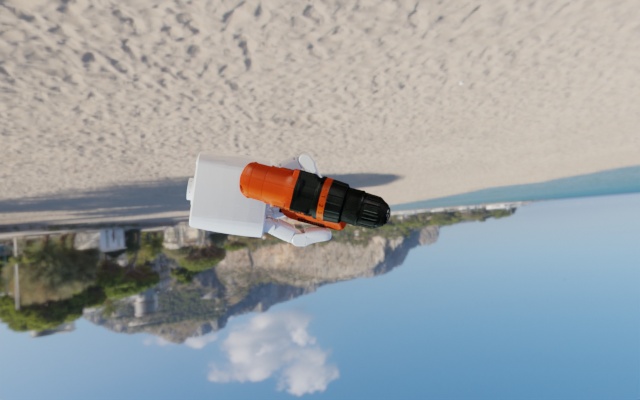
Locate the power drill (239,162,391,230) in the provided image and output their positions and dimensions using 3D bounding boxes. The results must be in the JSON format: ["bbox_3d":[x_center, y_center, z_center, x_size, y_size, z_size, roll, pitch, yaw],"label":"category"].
[{"bbox_3d":[0.000,0.002,0.637,0.184,0.057,0.188,17,-6,8],"label":"power drill"}]
